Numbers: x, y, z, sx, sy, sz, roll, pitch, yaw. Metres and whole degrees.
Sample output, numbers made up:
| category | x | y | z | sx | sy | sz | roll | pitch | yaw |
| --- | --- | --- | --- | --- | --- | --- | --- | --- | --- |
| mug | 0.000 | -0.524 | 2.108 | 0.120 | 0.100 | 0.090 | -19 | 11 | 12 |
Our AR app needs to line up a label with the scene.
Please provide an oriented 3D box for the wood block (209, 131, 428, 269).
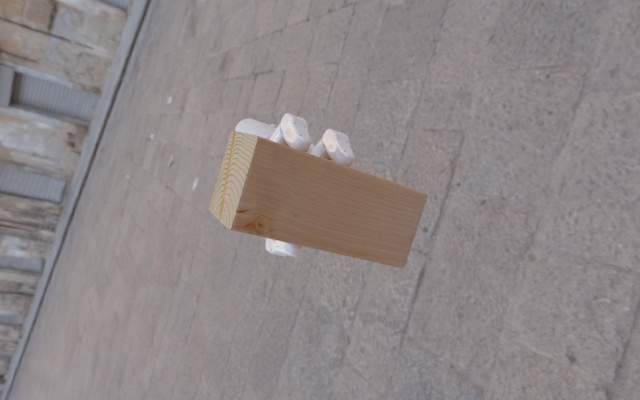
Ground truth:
| category | x | y | z | sx | sy | sz | roll | pitch | yaw |
| --- | --- | --- | --- | --- | --- | --- | --- | --- | --- |
| wood block | 0.000 | 0.002 | 0.514 | 0.206 | 0.091 | 0.090 | 16 | 4 | -28 |
